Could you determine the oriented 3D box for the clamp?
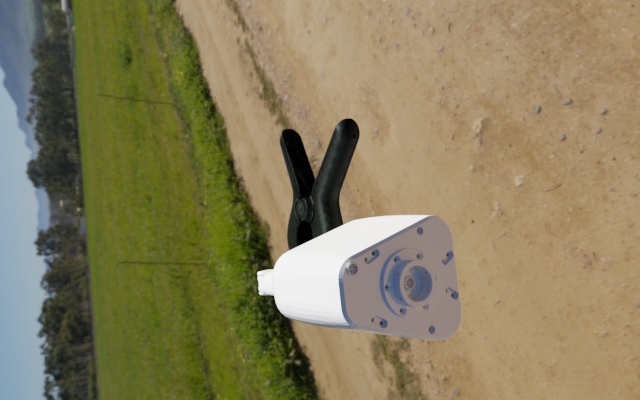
[{"bbox_3d":[-0.001,0.002,0.468,0.039,0.171,0.120,-4,-4,-29],"label":"clamp"}]
